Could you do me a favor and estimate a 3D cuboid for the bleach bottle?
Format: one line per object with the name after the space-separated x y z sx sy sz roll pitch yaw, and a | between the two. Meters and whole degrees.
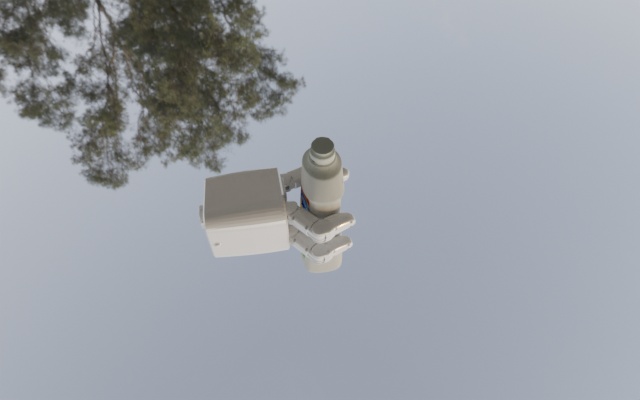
0.000 0.002 0.672 0.068 0.102 0.251 -7 -36 -6 | bleach bottle
